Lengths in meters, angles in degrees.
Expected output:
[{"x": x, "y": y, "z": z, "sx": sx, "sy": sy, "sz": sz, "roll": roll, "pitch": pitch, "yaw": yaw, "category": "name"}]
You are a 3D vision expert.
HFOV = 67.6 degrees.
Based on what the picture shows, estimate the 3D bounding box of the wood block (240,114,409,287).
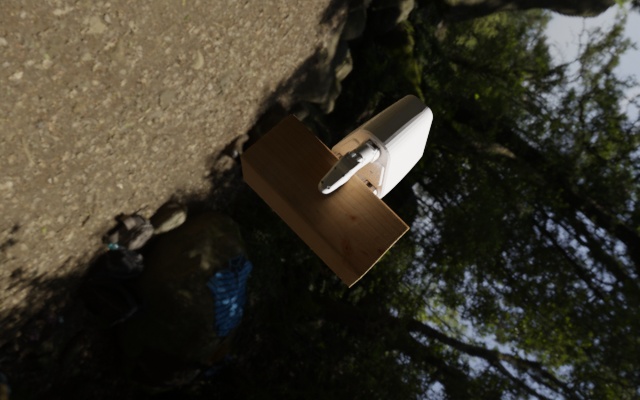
[{"x": 0.001, "y": 0.002, "z": 0.616, "sx": 0.090, "sy": 0.206, "sz": 0.091, "roll": -43, "pitch": -9, "yaw": -17, "category": "wood block"}]
